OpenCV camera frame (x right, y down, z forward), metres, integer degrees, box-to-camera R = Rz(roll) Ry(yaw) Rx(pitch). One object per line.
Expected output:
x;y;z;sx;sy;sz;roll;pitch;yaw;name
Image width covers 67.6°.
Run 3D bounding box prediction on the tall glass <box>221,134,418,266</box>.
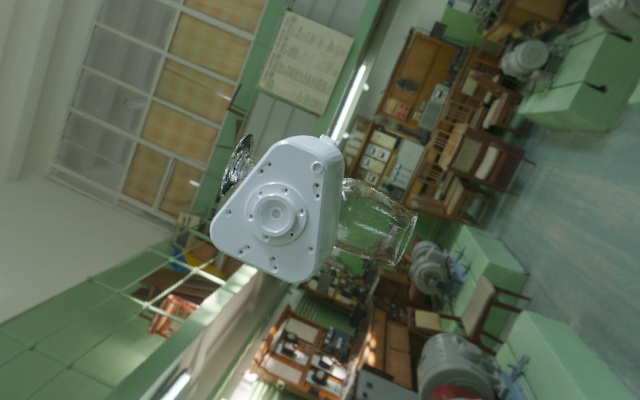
-0.001;0.001;0.514;0.201;0.079;0.079;24;2;4;tall glass
